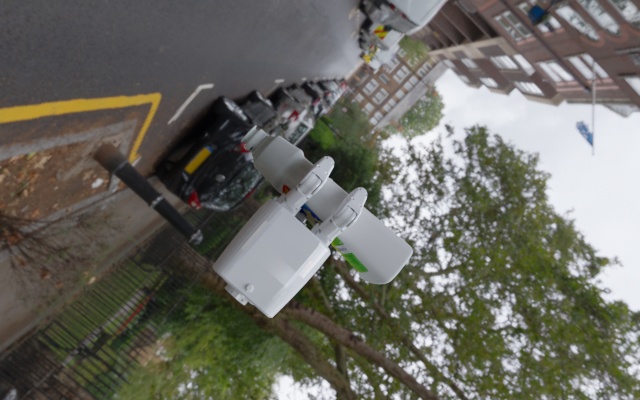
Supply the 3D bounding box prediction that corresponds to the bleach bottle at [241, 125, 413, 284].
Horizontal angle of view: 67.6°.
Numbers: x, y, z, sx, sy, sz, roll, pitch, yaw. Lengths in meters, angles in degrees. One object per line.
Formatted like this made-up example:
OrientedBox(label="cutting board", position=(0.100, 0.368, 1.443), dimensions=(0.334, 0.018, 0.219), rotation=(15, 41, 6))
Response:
OrientedBox(label="bleach bottle", position=(0.000, 0.002, 0.615), dimensions=(0.251, 0.068, 0.102), rotation=(43, -12, -7))
